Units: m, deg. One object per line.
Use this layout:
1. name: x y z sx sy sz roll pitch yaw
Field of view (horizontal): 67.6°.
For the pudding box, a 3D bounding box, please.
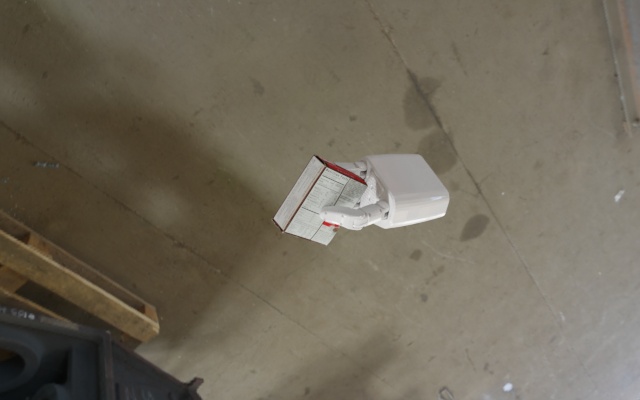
1. pudding box: 0.000 0.002 0.662 0.090 0.113 0.039 22 15 -41
